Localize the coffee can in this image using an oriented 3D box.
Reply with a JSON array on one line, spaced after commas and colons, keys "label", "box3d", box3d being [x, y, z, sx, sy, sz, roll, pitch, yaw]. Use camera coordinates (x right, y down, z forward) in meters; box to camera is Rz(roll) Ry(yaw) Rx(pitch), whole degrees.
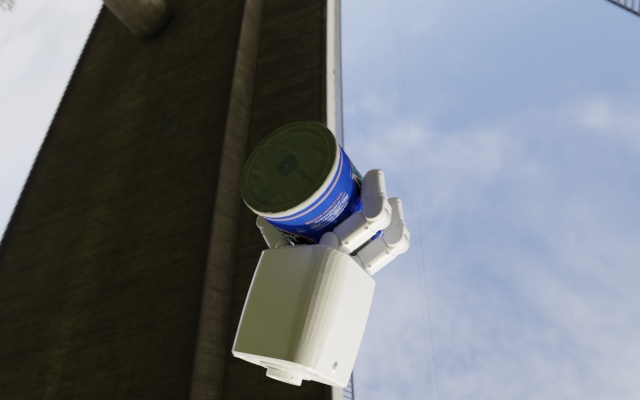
[{"label": "coffee can", "box3d": [0.000, 0.001, 0.488, 0.103, 0.102, 0.140, 0, -29, 31]}]
